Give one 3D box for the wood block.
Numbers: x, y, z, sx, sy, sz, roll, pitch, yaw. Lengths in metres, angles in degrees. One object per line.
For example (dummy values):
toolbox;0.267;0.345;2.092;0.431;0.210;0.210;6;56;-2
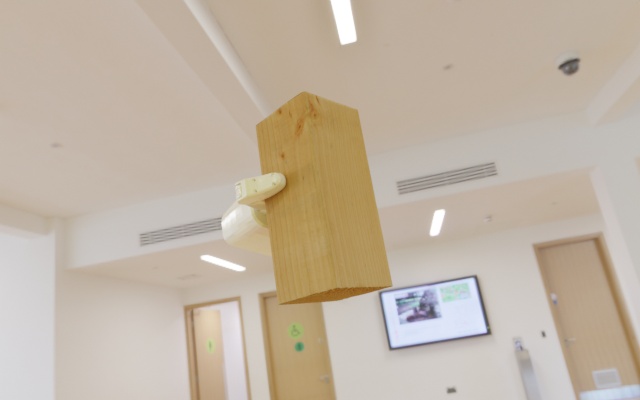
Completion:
wood block;0.000;0.002;0.522;0.091;0.206;0.090;7;-24;-44
